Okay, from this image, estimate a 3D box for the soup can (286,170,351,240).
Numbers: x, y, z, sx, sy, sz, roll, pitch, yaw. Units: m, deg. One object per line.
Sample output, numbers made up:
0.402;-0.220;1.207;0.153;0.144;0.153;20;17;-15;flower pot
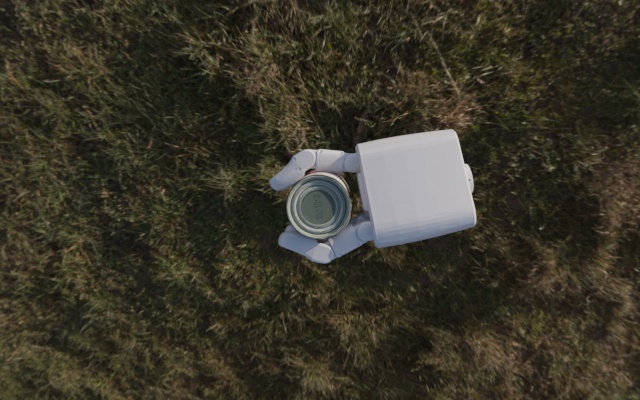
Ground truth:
0.000;0.002;0.524;0.068;0.068;0.102;0;7;2;soup can
